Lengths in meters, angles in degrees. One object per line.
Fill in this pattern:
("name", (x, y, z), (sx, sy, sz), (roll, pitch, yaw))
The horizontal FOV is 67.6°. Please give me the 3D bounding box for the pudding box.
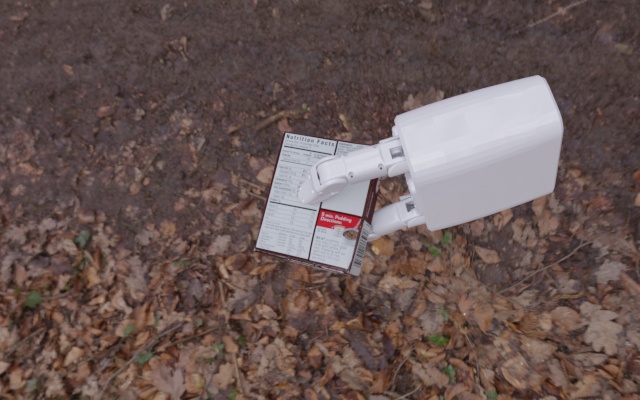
("pudding box", (0.000, 0.001, 0.416), (0.090, 0.113, 0.039), (11, -10, 17))
